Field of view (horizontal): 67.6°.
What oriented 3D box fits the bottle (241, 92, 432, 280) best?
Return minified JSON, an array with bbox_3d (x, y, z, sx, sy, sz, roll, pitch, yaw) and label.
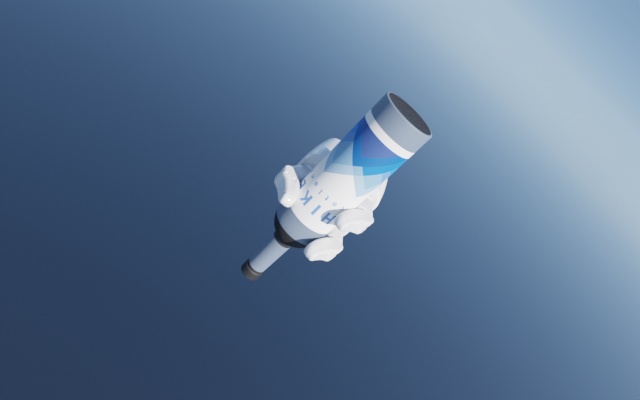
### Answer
[{"bbox_3d":[0.000,0.002,0.566,0.296,0.069,0.069,-45,-24,26],"label":"bottle"}]
